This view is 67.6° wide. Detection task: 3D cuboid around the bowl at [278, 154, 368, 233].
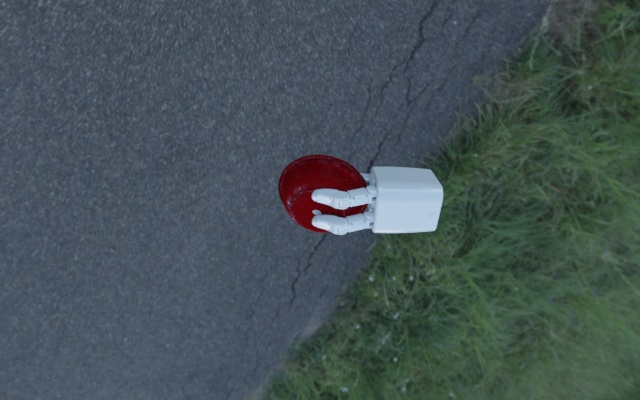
[{"bbox_3d":[-0.001,0.003,0.817,0.162,0.162,0.055,0,39,13],"label":"bowl"}]
